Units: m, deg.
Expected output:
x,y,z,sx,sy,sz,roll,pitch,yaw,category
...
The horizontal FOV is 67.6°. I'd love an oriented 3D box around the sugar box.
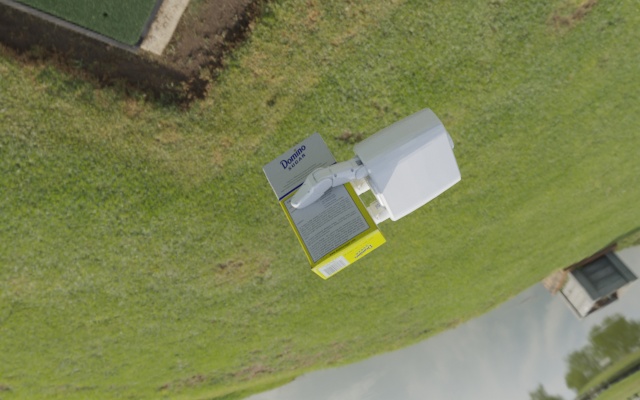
x,y,z,sx,sy,sz,roll,pitch,yaw,category
0.000,0.002,0.614,0.093,0.176,0.048,-32,-36,5,sugar box
